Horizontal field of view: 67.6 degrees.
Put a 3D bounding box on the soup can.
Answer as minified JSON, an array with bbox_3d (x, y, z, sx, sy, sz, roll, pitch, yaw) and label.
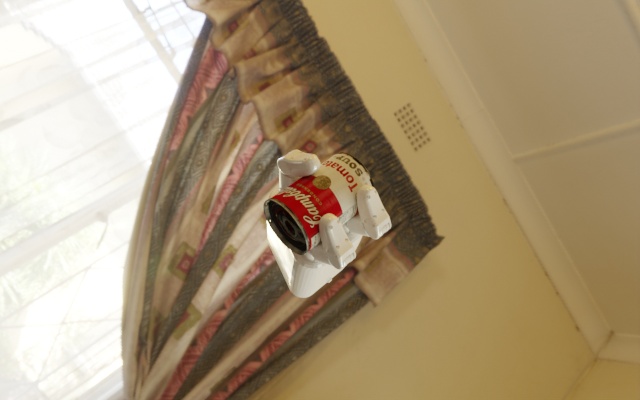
[{"bbox_3d":[0.000,0.001,0.508,0.102,0.068,0.068,-36,18,-27],"label":"soup can"}]
